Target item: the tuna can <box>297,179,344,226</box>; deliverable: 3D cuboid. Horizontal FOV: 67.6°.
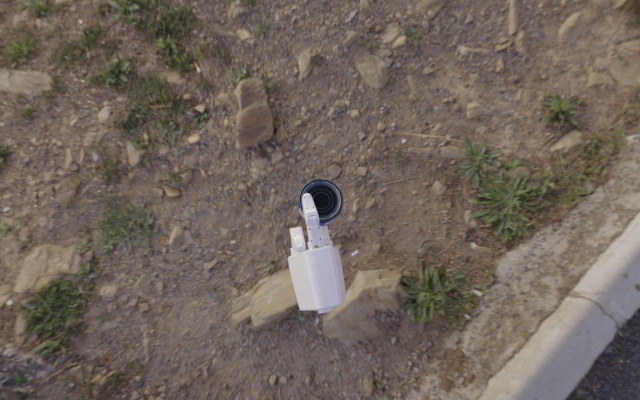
[{"bbox_3d":[0.000,0.003,0.889,0.086,0.086,0.034,0,-12,-4],"label":"tuna can"}]
